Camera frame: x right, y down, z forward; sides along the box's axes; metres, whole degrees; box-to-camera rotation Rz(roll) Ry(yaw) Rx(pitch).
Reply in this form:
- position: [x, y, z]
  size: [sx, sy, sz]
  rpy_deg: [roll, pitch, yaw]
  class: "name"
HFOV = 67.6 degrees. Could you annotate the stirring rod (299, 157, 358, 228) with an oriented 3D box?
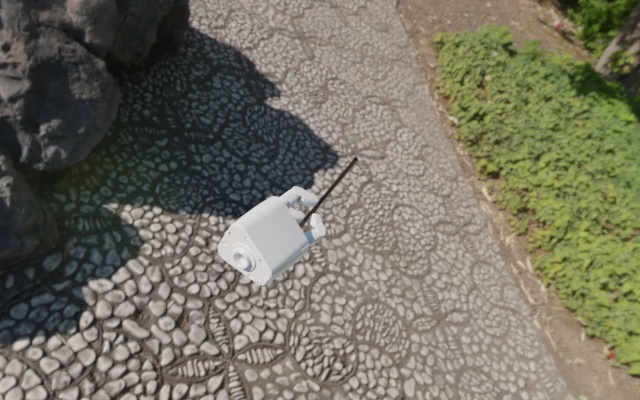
- position: [0.000, 0.003, 0.865]
  size: [0.011, 0.011, 0.240]
  rpy_deg: [0, -36, -37]
  class: "stirring rod"
